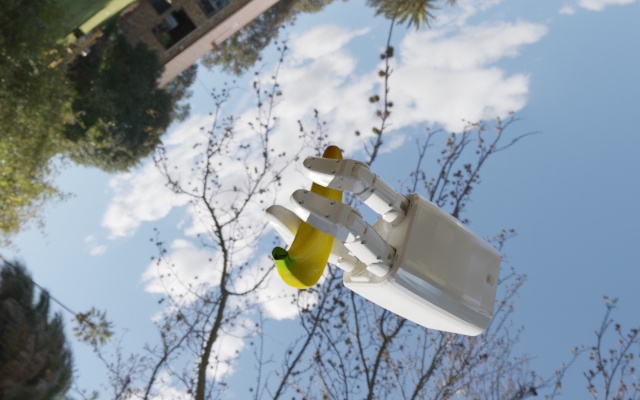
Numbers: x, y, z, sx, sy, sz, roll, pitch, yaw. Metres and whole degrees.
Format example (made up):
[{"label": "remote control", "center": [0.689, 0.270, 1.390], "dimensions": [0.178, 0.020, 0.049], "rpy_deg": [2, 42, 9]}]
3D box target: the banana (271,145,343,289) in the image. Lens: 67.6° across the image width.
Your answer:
[{"label": "banana", "center": [-0.003, 0.019, 0.436], "dimensions": [0.037, 0.070, 0.197], "rpy_deg": [12, 32, 6]}]
